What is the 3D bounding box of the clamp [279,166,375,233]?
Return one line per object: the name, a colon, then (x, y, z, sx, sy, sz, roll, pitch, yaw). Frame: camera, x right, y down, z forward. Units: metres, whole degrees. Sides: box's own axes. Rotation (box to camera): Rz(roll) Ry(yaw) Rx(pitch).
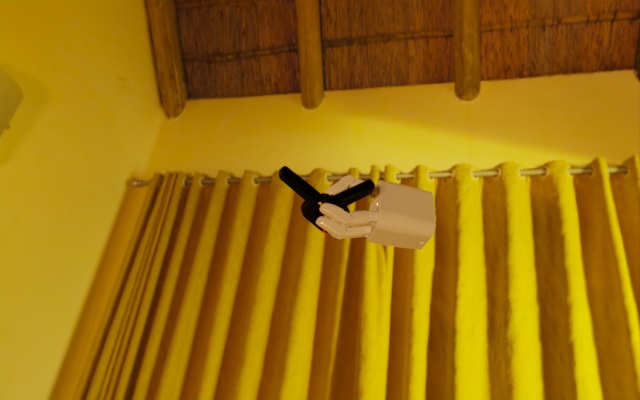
clamp: (0.000, 0.002, 0.885, 0.164, 0.036, 0.210, 13, -27, -1)
